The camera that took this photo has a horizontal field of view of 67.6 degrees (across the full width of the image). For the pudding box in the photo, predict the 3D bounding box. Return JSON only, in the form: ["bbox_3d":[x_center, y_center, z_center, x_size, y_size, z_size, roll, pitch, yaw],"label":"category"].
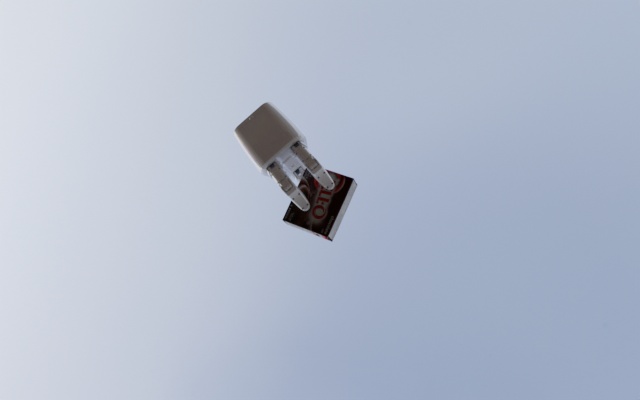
[{"bbox_3d":[0.000,0.003,0.817,0.090,0.113,0.039,19,-10,24],"label":"pudding box"}]
